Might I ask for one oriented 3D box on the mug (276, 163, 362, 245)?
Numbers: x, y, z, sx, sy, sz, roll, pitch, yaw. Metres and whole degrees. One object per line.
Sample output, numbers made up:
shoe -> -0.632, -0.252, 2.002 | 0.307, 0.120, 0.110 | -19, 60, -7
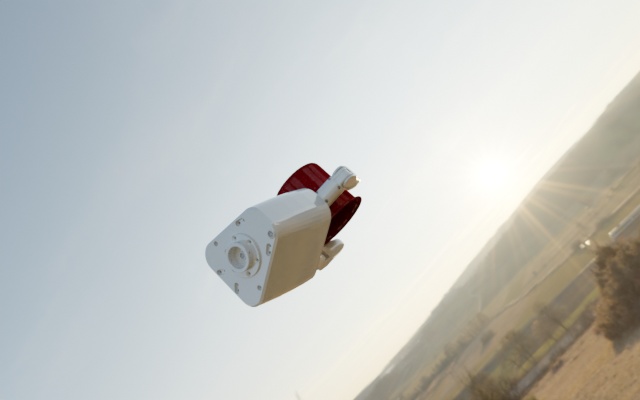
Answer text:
mug -> 0.001, 0.002, 0.645 | 0.081, 0.093, 0.117 | 43, 27, 16
